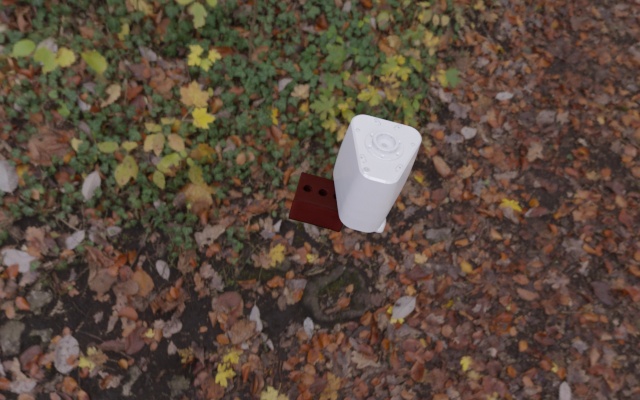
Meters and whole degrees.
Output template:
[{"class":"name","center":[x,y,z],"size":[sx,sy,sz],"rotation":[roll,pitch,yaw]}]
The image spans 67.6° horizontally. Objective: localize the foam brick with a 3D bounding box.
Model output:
[{"class":"foam brick","center":[0.000,0.002,0.679],"size":[0.078,0.053,0.051],"rotation":[15,-36,0]}]
